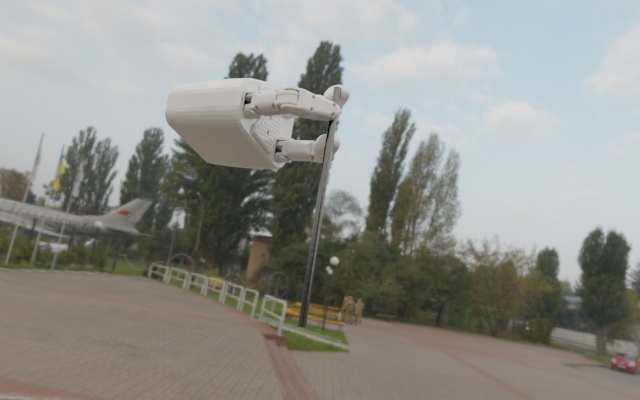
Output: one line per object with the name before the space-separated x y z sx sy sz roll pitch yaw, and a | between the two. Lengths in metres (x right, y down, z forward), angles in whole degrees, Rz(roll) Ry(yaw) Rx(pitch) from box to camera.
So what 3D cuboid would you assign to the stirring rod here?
stirring rod | 0.000 0.002 0.469 0.011 0.239 0.011 8 -10 2
